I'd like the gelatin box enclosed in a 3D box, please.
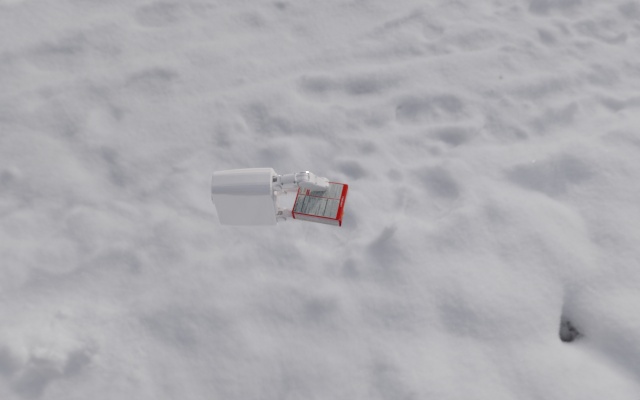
[{"bbox_3d":[0.000,0.003,0.846,0.089,0.073,0.030,8,-28,12],"label":"gelatin box"}]
